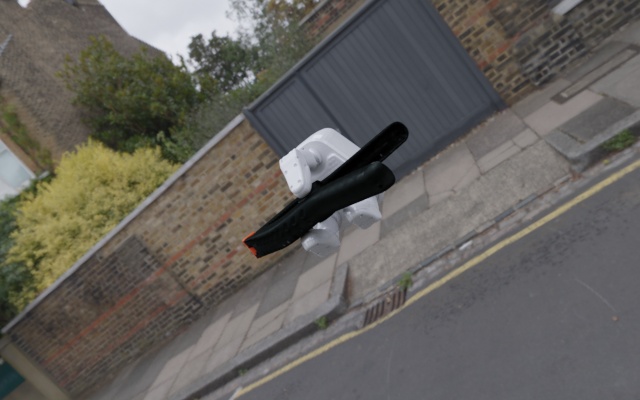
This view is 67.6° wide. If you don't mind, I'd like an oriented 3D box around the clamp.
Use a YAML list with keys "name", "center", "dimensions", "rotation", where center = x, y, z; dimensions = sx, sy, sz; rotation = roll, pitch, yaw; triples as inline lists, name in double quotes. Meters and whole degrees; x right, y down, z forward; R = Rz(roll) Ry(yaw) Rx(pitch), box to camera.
- name: "clamp"
  center: [-0.001, 0.001, 0.477]
  dimensions: [0.210, 0.036, 0.164]
  rotation: [-36, 8, 18]
